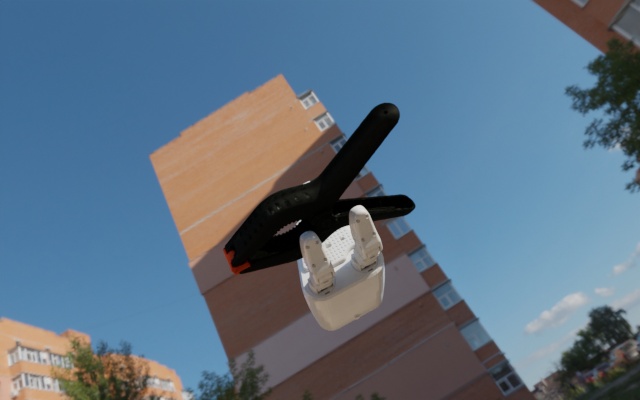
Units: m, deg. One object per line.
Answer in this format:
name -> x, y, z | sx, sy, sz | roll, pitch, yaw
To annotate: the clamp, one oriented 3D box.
clamp -> -0.001, 0.001, 0.463 | 0.210, 0.036, 0.165 | -26, -38, -9
